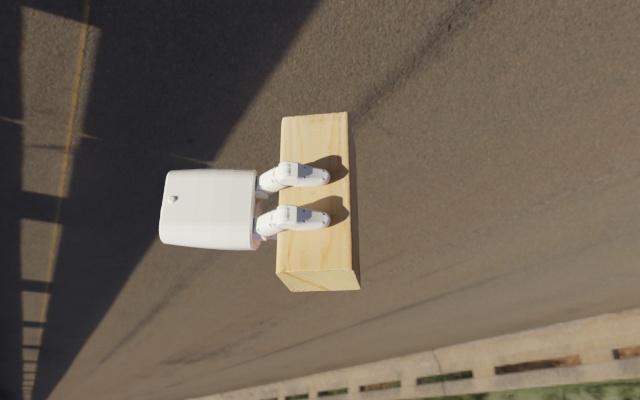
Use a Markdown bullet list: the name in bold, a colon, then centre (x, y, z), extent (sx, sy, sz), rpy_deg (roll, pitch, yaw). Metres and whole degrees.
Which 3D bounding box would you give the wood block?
- **wood block**: centre (0.000, 0.002, 0.603), extent (0.090, 0.206, 0.091), rpy_deg (-4, -24, 8)
